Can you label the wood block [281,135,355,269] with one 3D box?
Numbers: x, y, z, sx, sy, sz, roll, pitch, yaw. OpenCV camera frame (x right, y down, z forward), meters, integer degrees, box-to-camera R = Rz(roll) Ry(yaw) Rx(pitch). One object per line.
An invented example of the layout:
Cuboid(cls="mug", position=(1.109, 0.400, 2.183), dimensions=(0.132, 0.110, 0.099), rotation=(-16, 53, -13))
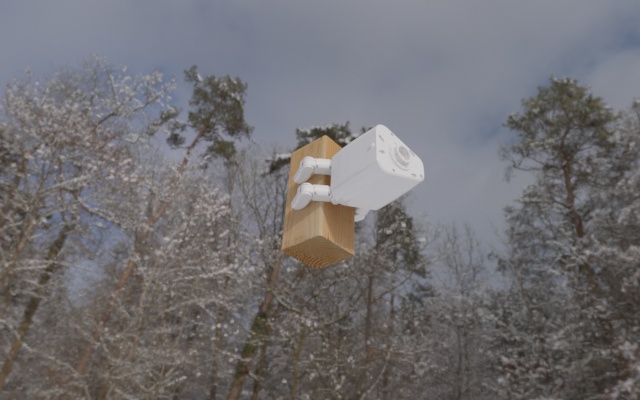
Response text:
Cuboid(cls="wood block", position=(0.001, 0.003, 0.841), dimensions=(0.090, 0.206, 0.091), rotation=(-24, -43, 34))
